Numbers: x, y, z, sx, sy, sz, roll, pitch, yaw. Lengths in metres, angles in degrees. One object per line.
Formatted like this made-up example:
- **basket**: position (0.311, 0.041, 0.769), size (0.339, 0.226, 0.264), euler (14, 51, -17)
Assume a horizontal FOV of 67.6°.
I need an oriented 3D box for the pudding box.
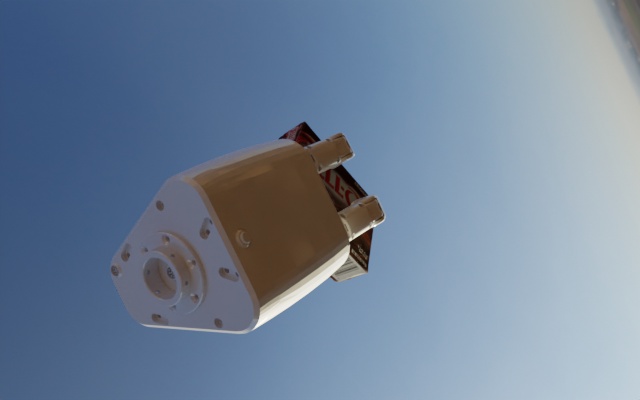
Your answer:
- **pudding box**: position (0.000, 0.001, 0.409), size (0.039, 0.113, 0.090), euler (-25, 30, 30)
